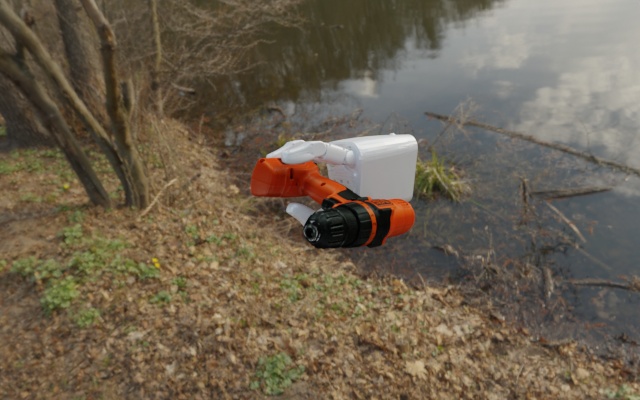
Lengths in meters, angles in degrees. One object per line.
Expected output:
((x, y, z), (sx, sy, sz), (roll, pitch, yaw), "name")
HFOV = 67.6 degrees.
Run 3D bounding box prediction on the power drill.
((0.000, 0.002, 0.591), (0.187, 0.057, 0.184), (29, 20, 36), "power drill")
